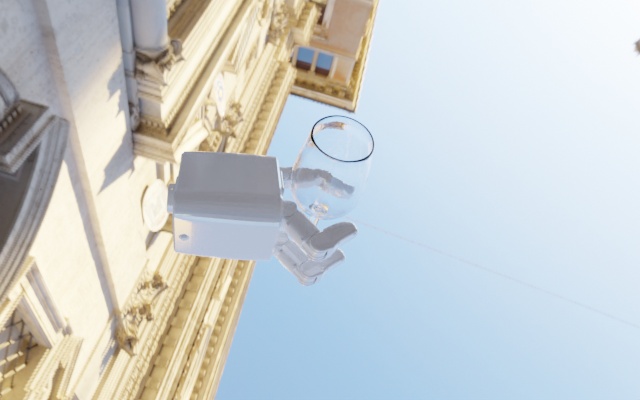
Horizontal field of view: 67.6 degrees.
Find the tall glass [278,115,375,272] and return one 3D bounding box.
[{"bbox_3d":[0.000,0.002,0.522,0.079,0.079,0.201,0,-37,-16],"label":"tall glass"}]
